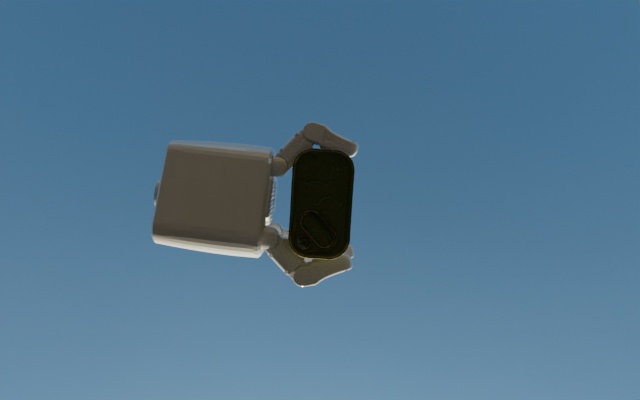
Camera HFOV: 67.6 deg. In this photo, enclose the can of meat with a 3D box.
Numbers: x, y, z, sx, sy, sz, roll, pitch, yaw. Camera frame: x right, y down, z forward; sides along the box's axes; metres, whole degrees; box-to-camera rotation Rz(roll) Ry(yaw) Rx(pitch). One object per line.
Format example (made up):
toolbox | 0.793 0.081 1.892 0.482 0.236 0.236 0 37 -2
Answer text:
can of meat | 0.000 0.001 0.479 0.057 0.102 0.084 3 3 -1
